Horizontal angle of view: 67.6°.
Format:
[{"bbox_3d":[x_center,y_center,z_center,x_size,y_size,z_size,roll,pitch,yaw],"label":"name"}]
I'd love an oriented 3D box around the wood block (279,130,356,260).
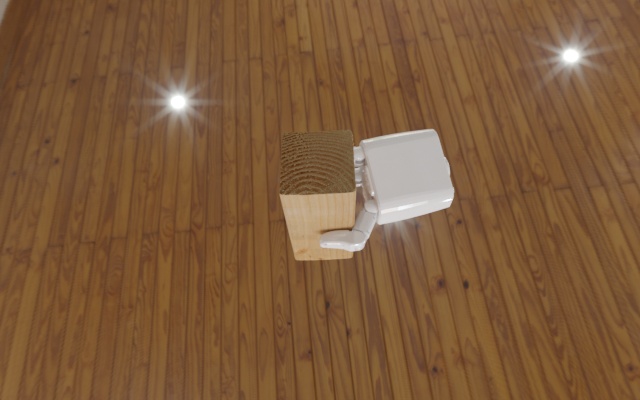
[{"bbox_3d":[0.001,0.002,0.655,0.090,0.090,0.206,-2,-29,2],"label":"wood block"}]
